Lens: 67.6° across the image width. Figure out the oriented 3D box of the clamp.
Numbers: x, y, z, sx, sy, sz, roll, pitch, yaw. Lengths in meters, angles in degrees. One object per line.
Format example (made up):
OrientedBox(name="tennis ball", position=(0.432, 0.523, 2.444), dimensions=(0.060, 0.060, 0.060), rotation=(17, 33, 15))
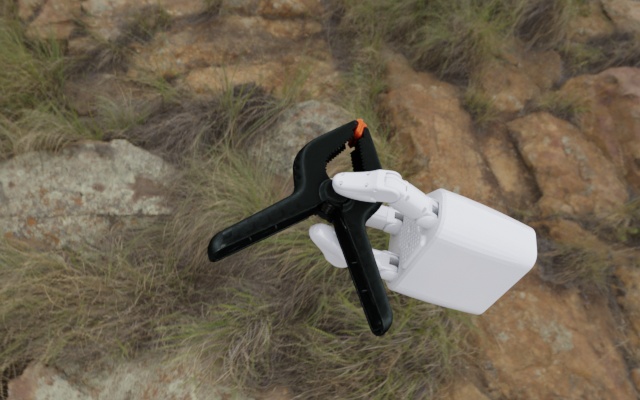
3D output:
OrientedBox(name="clamp", position=(0.001, 0.001, 0.438), dimensions=(0.164, 0.209, 0.036), rotation=(21, -34, -12))
